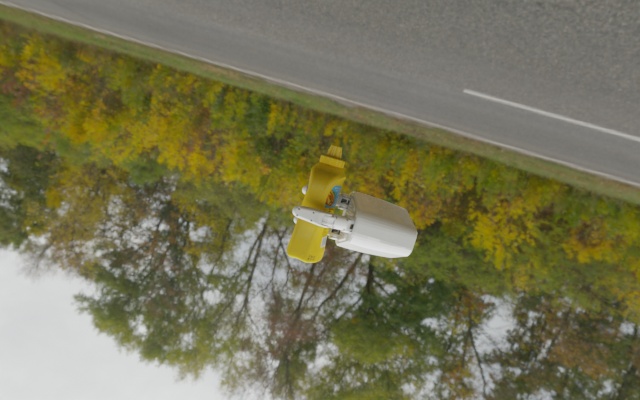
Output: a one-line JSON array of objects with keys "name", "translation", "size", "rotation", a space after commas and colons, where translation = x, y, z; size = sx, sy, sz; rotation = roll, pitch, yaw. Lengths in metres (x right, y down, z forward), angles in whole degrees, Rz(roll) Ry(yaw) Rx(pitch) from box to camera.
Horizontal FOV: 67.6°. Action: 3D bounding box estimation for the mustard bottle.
[{"name": "mustard bottle", "translation": [0.000, 0.003, 0.786], "size": [0.058, 0.191, 0.096], "rotation": [18, 5, 14]}]
